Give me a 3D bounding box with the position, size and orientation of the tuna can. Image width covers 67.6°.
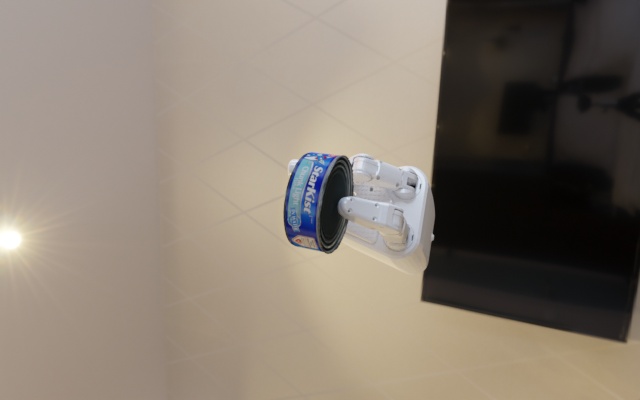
[{"bbox_3d":[0.000,0.001,0.415,0.034,0.086,0.086,9,3,20],"label":"tuna can"}]
